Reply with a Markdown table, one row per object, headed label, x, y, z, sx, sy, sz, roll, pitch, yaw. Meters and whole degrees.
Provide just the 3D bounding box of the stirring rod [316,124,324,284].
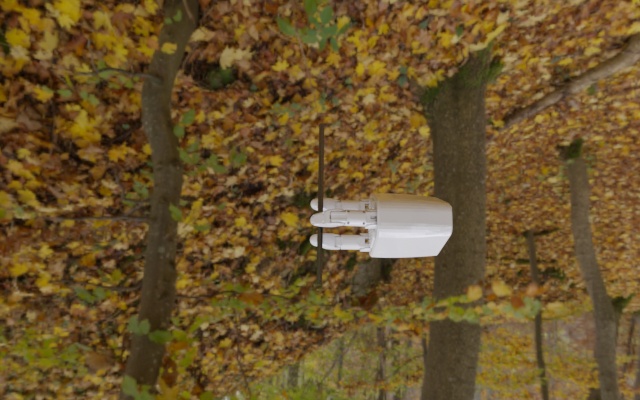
| label | x | y | z | sx | sy | sz | roll | pitch | yaw |
| --- | --- | --- | --- | --- | --- | --- | --- | --- | --- |
| stirring rod | 0.000 | 0.002 | 0.707 | 0.011 | 0.239 | 0.011 | 1 | -10 | 0 |
